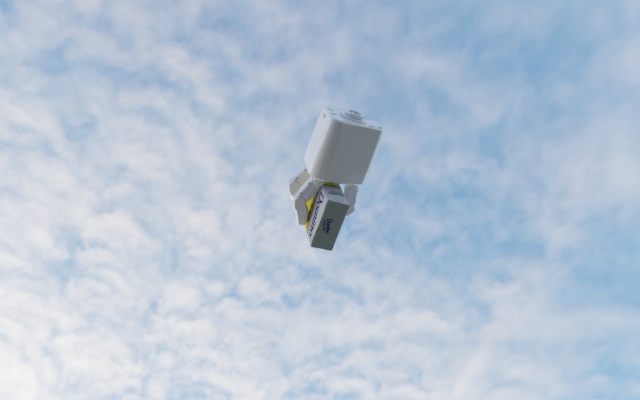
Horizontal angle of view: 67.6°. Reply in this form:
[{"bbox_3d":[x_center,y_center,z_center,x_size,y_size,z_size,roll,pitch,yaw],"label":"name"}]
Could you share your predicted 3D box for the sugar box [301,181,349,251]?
[{"bbox_3d":[0.000,0.003,0.856,0.048,0.093,0.176,13,24,-15],"label":"sugar box"}]
